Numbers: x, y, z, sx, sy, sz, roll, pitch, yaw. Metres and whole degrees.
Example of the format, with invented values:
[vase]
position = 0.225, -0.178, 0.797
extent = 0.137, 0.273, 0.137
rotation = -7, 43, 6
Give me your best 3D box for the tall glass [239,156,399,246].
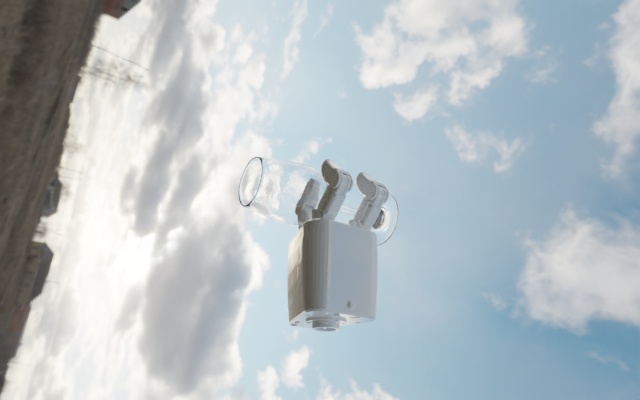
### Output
[tall glass]
position = 0.001, 0.002, 0.607
extent = 0.201, 0.079, 0.079
rotation = 17, -9, -30
